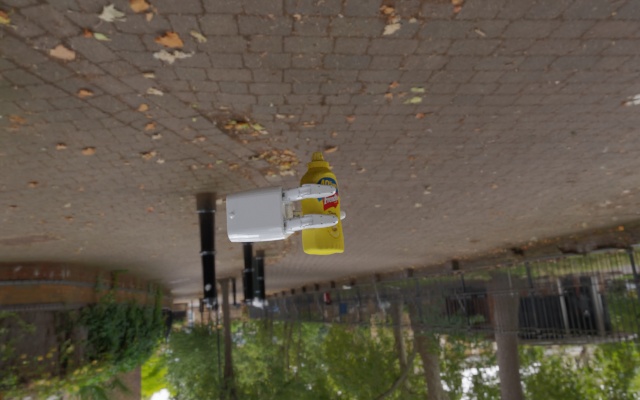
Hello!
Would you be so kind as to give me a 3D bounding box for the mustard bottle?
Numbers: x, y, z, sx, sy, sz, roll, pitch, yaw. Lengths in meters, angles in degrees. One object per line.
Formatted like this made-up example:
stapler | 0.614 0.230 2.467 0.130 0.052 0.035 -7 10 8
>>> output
mustard bottle | 0.000 0.003 0.895 0.058 0.191 0.096 -13 -14 34
